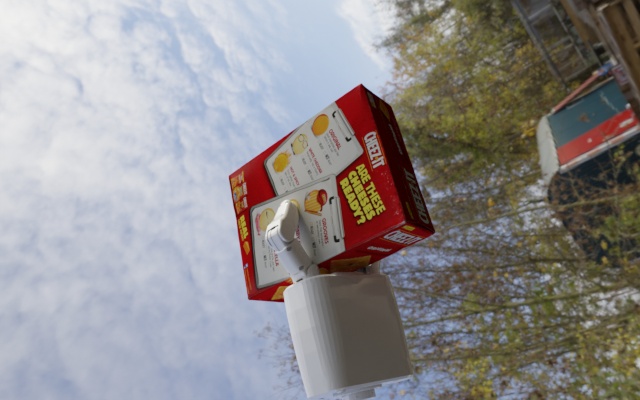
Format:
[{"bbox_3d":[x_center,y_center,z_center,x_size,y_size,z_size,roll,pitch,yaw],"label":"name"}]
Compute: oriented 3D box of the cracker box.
[{"bbox_3d":[0.000,0.002,0.532,0.214,0.164,0.072,-30,-29,30],"label":"cracker box"}]
